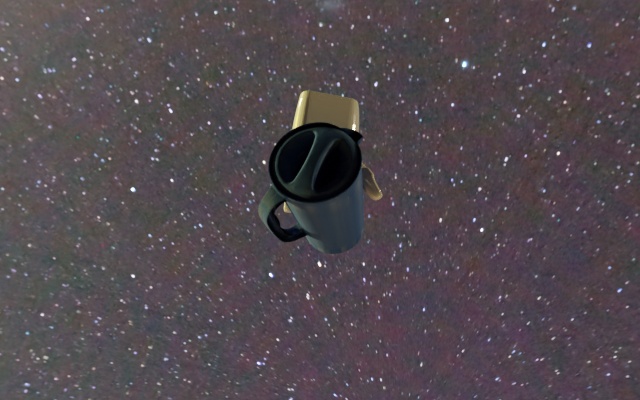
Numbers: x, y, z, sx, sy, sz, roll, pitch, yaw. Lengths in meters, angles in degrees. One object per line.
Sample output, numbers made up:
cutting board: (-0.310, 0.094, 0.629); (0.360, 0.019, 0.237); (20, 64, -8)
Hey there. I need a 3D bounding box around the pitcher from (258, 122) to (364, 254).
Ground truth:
pitcher: (0.000, 0.002, 0.765); (0.149, 0.145, 0.243); (0, -27, 9)
